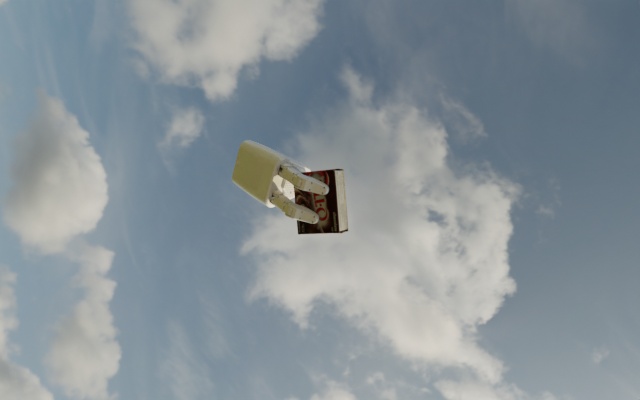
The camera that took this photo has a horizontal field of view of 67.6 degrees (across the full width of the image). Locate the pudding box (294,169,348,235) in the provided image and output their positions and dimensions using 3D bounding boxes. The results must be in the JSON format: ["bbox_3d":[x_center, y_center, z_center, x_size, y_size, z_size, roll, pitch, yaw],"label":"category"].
[{"bbox_3d":[0.000,0.003,0.848,0.090,0.113,0.039,-4,3,35],"label":"pudding box"}]
